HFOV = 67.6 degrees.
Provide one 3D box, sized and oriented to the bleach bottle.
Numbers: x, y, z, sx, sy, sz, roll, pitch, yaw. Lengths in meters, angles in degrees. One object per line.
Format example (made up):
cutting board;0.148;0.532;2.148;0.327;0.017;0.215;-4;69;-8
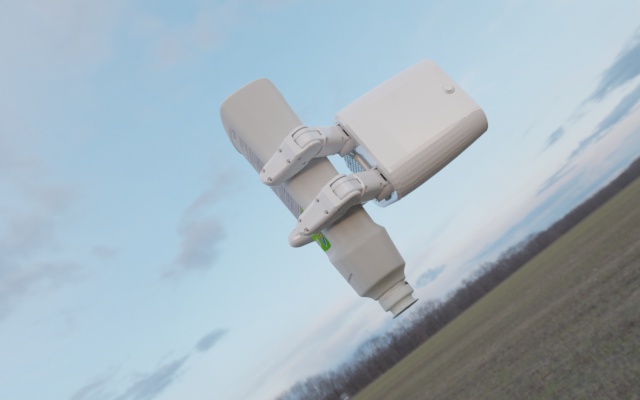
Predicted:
bleach bottle;0.000;0.001;0.452;0.068;0.250;0.103;-35;-20;-8
